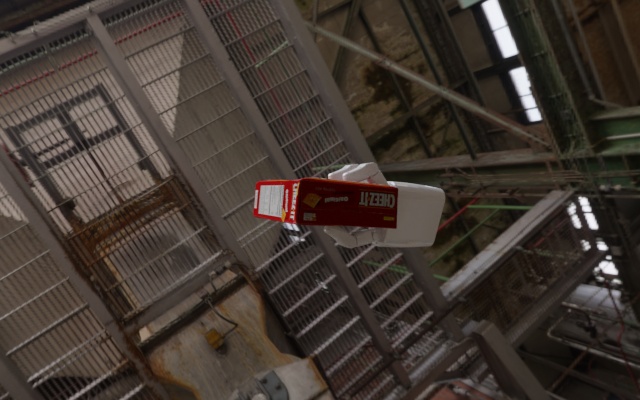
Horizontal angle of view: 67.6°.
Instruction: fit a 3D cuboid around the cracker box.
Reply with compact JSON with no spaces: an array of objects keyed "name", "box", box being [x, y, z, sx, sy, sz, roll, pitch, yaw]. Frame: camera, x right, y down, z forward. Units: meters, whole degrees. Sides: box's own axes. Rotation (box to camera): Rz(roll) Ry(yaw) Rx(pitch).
[{"name":"cracker box","box":[0.000,0.003,0.776,0.164,0.072,0.213,3,0,-24]}]
